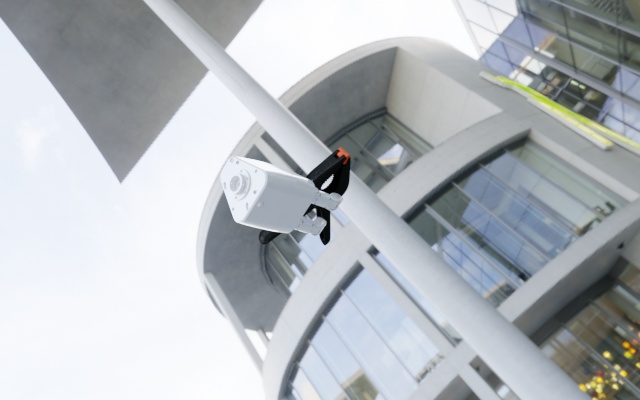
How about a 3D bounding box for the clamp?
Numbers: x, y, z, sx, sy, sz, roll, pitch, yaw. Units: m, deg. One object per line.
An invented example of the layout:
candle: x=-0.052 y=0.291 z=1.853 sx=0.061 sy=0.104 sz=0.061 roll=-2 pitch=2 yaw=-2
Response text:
clamp: x=0.000 y=0.002 z=0.858 sx=0.164 sy=0.210 sz=0.036 roll=14 pitch=26 yaw=-48
